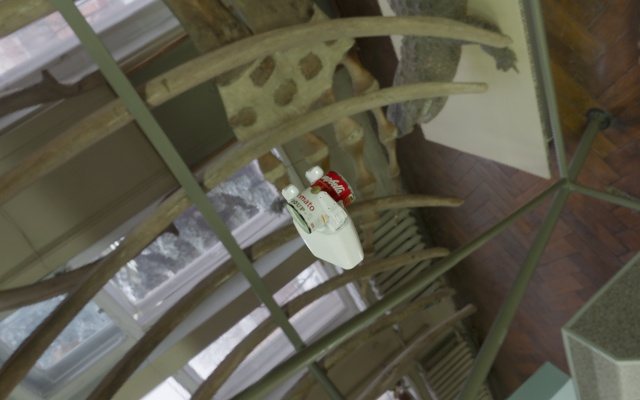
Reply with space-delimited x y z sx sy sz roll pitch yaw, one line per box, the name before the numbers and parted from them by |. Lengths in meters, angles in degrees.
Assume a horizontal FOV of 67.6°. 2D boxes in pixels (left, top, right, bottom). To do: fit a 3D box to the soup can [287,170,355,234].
soup can | 0.000 0.003 0.833 0.102 0.068 0.068 -37 10 -13
